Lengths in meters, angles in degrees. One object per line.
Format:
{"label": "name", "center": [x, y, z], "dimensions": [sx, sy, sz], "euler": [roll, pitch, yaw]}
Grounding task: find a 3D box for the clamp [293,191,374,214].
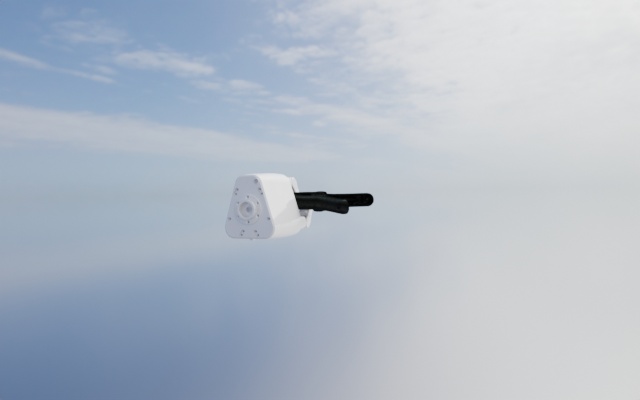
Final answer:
{"label": "clamp", "center": [0.000, 0.002, 0.858], "dimensions": [0.171, 0.039, 0.120], "euler": [-1, 1, 20]}
